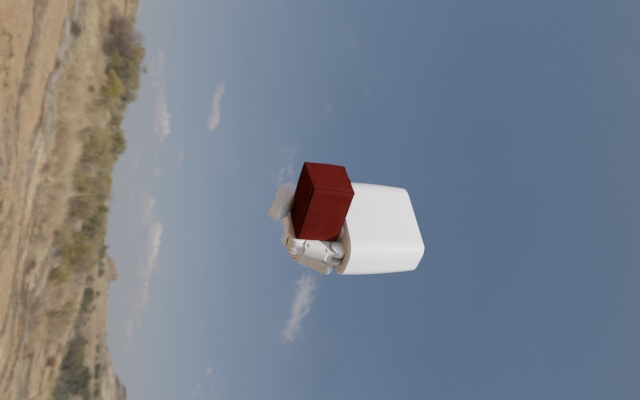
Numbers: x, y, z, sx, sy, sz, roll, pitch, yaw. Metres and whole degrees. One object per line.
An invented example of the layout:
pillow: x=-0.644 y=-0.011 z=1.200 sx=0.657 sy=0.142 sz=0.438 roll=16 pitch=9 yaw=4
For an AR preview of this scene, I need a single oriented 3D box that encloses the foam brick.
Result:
foam brick: x=0.000 y=0.002 z=0.555 sx=0.051 sy=0.078 sz=0.053 roll=5 pitch=39 yaw=-18
